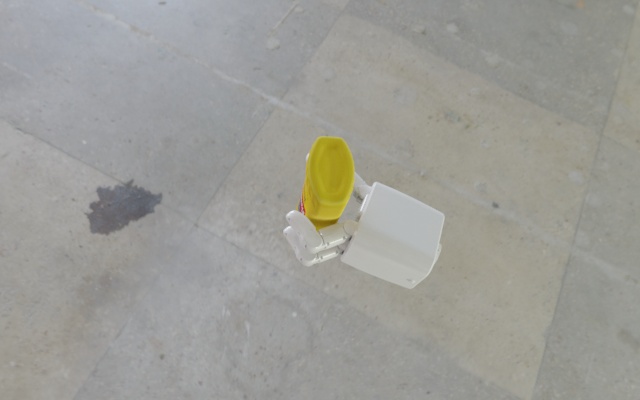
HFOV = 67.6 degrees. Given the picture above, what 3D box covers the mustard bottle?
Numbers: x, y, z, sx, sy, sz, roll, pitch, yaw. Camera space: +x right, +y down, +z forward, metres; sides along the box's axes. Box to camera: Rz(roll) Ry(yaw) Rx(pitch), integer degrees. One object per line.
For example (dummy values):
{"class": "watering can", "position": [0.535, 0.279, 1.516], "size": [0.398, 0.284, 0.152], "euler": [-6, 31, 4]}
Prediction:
{"class": "mustard bottle", "position": [0.000, 0.002, 0.642], "size": [0.058, 0.096, 0.192], "euler": [1, -25, -8]}
